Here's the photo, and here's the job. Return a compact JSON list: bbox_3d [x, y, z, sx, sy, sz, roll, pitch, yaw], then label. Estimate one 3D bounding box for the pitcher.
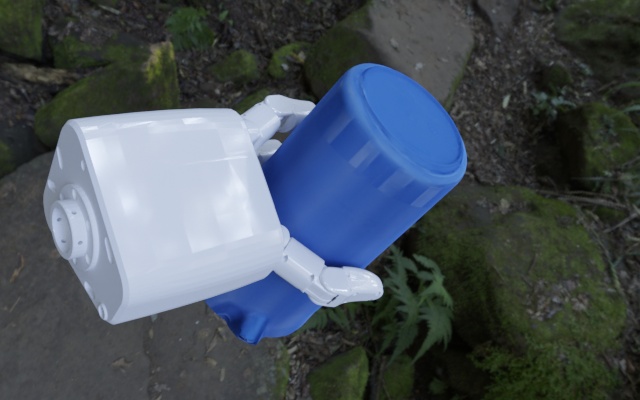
[{"bbox_3d":[0.000,0.001,0.406,0.145,0.149,0.243,-11,-26,-45],"label":"pitcher"}]
